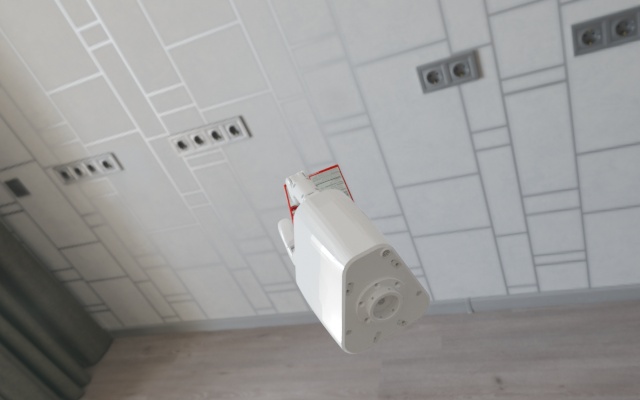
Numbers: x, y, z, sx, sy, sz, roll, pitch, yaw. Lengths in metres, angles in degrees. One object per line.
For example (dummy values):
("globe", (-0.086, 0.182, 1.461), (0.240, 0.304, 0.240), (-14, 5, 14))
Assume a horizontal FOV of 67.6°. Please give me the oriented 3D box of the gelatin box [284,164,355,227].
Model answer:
("gelatin box", (0.000, 0.001, 0.561), (0.073, 0.030, 0.089), (-22, 36, 2))
